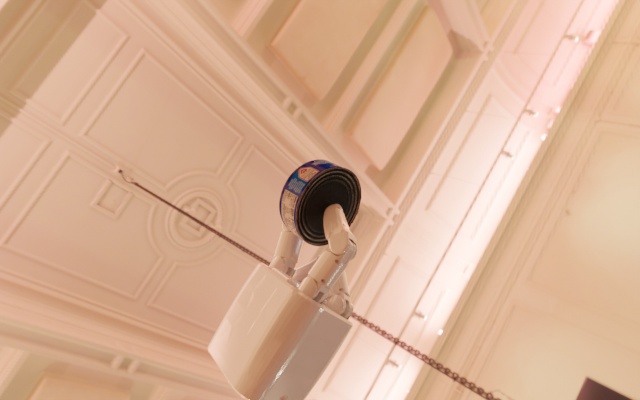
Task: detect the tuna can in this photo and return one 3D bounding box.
[{"bbox_3d":[0.000,0.001,0.495,0.086,0.086,0.033,0,21,-42],"label":"tuna can"}]
